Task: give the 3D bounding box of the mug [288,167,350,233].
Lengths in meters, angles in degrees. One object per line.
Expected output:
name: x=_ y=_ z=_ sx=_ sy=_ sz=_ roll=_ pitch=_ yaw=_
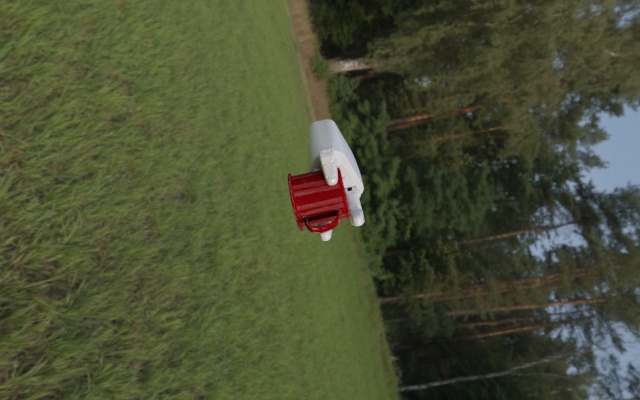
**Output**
mug: x=0.000 y=0.003 z=0.738 sx=0.081 sy=0.093 sz=0.117 roll=-12 pitch=42 yaw=3
